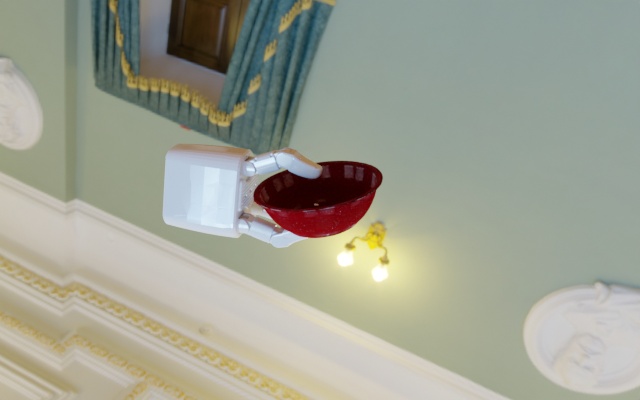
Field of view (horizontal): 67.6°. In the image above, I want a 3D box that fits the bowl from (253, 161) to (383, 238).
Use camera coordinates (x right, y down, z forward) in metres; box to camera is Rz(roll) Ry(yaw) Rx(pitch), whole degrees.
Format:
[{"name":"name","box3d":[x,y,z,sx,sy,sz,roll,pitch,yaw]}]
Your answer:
[{"name":"bowl","box3d":[0.001,0.002,0.598,0.162,0.055,0.162,-8,22,3]}]
